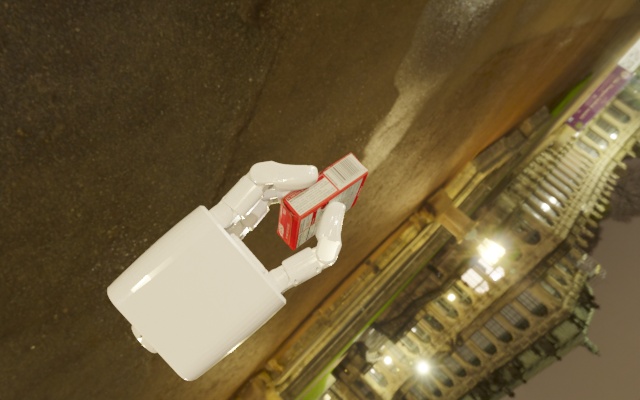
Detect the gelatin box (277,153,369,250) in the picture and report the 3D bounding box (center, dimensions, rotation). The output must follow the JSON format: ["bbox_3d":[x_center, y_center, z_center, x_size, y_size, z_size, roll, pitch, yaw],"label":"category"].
[{"bbox_3d":[0.001,0.002,0.470,0.089,0.030,0.073,-34,-18,-22],"label":"gelatin box"}]
